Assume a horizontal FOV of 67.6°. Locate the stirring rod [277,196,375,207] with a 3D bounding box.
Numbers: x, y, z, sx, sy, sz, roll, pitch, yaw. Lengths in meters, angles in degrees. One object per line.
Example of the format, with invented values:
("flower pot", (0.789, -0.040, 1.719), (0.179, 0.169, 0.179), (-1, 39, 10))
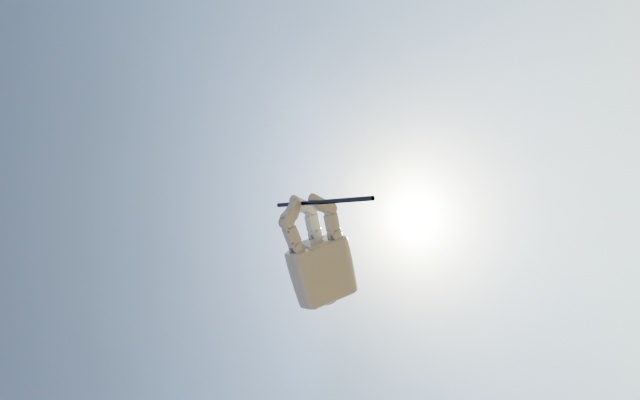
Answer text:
("stirring rod", (0.000, 0.003, 0.806), (0.011, 0.011, 0.239), (0, -3, -41))
